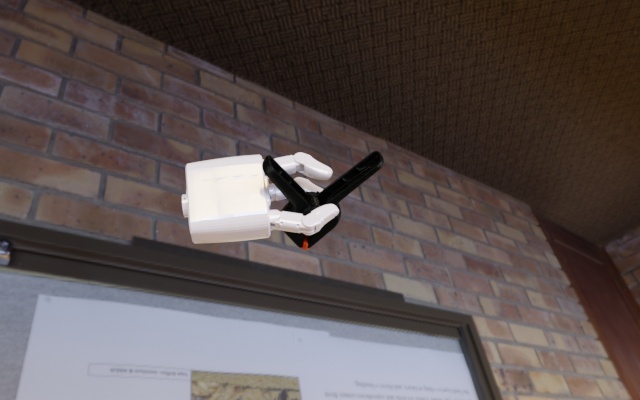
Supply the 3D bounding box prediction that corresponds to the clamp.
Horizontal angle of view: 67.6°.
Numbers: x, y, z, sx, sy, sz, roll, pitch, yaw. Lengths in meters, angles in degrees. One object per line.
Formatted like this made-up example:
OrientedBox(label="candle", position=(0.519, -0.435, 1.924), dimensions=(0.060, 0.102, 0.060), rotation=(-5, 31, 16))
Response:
OrientedBox(label="clamp", position=(0.000, 0.003, 0.693), dimensions=(0.164, 0.036, 0.210), rotation=(-7, -37, -10))
